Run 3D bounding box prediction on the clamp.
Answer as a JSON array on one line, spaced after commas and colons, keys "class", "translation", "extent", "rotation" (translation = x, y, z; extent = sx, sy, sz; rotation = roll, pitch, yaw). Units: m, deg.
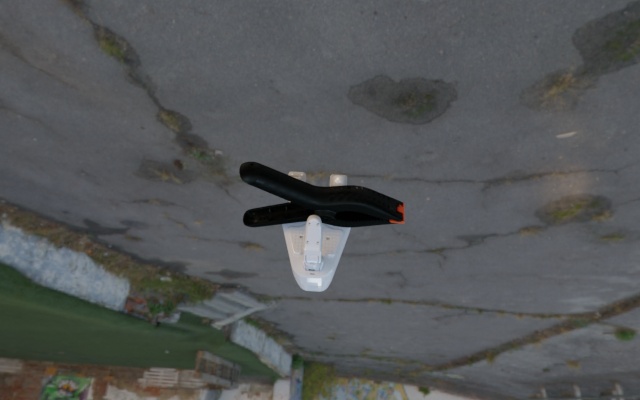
[{"class": "clamp", "translation": [0.001, 0.003, 0.577], "extent": [0.210, 0.036, 0.165], "rotation": [3, -21, 1]}]
